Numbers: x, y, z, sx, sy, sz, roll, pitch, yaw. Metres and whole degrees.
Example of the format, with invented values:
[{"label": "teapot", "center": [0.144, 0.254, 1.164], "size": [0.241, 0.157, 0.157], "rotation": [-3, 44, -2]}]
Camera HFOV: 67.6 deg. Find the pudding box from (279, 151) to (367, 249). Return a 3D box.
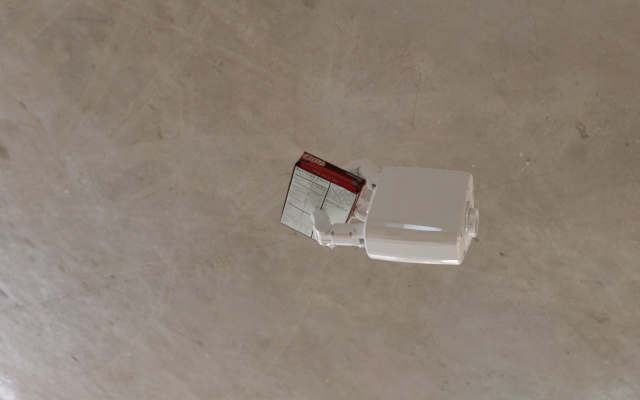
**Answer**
[{"label": "pudding box", "center": [0.000, 0.002, 0.631], "size": [0.090, 0.114, 0.039], "rotation": [27, 41, 8]}]
